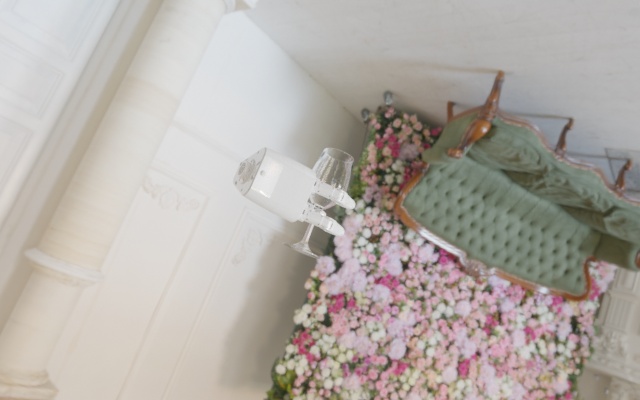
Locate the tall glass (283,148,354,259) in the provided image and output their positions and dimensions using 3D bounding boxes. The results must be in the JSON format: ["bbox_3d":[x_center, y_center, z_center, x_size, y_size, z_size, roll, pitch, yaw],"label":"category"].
[{"bbox_3d":[0.000,0.004,0.899,0.079,0.201,0.079,21,-11,4],"label":"tall glass"}]
